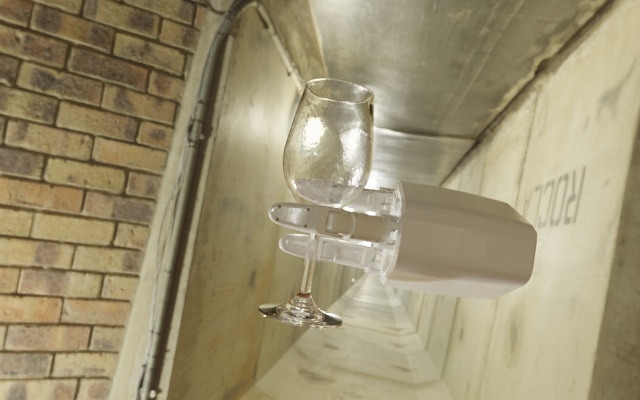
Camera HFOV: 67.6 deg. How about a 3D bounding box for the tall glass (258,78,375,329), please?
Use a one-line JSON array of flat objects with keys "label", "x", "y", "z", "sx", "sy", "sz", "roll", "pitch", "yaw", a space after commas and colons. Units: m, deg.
[{"label": "tall glass", "x": 0.000, "y": 0.002, "z": 0.413, "sx": 0.079, "sy": 0.201, "sz": 0.079, "roll": 10, "pitch": -2, "yaw": 0}]
